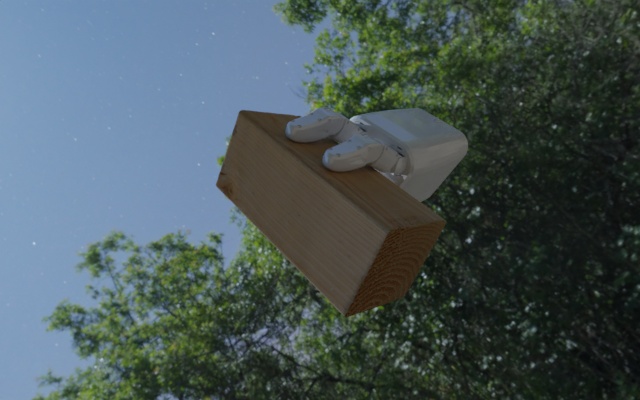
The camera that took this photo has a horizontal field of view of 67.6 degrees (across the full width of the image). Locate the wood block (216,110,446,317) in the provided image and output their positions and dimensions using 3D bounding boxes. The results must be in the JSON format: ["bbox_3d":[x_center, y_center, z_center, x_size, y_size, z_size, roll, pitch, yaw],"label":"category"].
[{"bbox_3d":[0.000,0.002,0.457,0.090,0.091,0.206,-5,36,-46],"label":"wood block"}]
